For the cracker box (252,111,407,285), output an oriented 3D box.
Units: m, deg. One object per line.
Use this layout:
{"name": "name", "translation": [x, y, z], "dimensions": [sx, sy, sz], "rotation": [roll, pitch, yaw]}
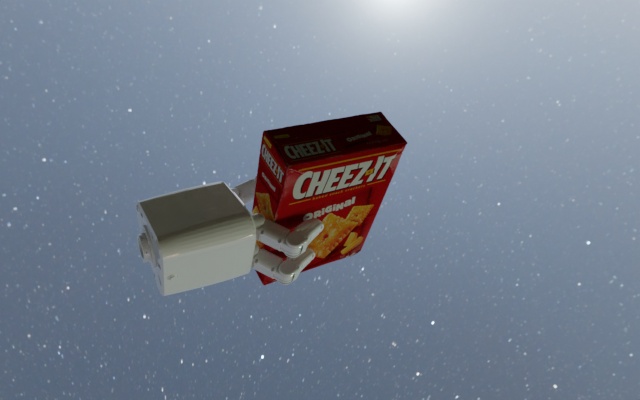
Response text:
{"name": "cracker box", "translation": [0.000, 0.002, 0.610], "dimensions": [0.164, 0.072, 0.214], "rotation": [-15, -37, -28]}
